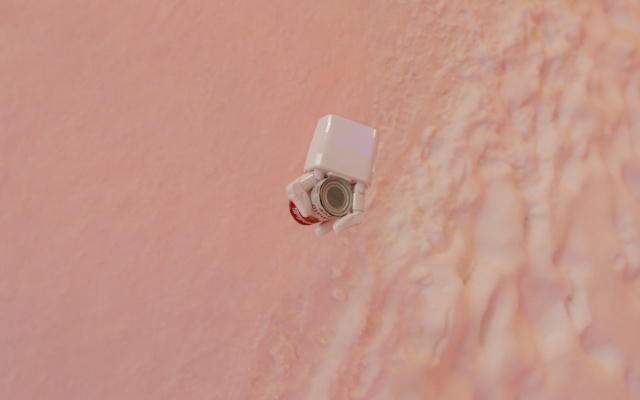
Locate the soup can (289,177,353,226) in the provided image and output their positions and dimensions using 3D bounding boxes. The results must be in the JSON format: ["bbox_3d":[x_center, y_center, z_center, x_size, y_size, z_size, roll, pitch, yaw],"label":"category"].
[{"bbox_3d":[0.000,0.003,0.815,0.068,0.068,0.102,0,-10,-33],"label":"soup can"}]
